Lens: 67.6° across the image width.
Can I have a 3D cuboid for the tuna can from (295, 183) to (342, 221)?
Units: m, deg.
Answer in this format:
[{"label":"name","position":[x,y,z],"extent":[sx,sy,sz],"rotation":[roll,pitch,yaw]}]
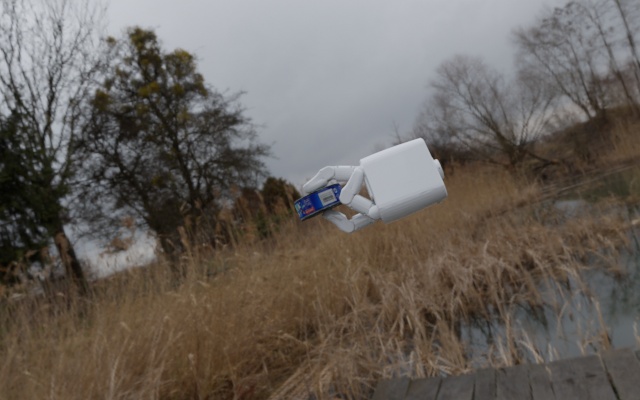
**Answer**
[{"label":"tuna can","position":[0.000,0.002,0.802],"extent":[0.086,0.034,0.086],"rotation":[-24,-5,-2]}]
